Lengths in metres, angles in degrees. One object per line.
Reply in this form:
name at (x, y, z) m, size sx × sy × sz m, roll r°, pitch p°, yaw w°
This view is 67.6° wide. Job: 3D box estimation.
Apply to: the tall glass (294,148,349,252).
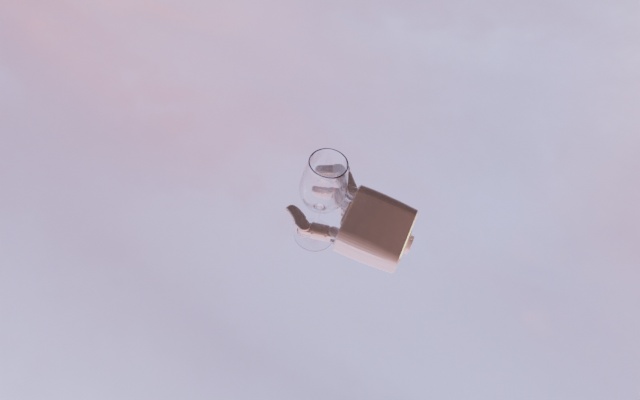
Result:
tall glass at (0.000, 0.003, 0.801) m, size 0.079 × 0.079 × 0.201 m, roll 0°, pitch -37°, yaw -9°
